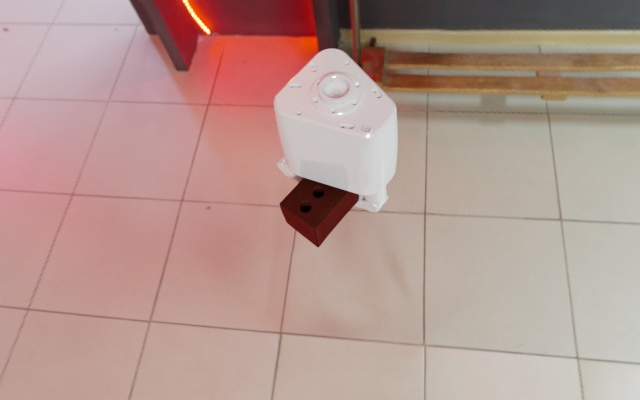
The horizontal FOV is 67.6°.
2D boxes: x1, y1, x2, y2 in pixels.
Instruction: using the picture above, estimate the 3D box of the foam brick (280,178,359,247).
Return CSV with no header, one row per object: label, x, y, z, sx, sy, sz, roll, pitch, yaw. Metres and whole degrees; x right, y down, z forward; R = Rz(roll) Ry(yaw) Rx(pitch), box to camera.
foam brick,0.000,0.002,0.541,0.053,0.078,0.051,35,-18,20
